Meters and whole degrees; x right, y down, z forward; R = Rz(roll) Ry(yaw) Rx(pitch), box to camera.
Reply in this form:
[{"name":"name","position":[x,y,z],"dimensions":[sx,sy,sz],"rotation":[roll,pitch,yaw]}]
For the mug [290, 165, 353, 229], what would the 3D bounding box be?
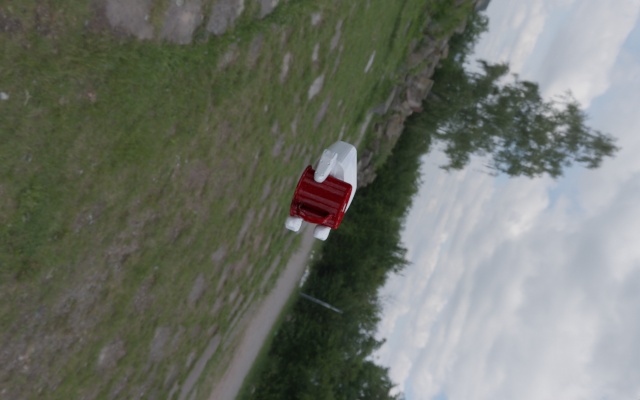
[{"name":"mug","position":[0.000,0.003,0.789],"dimensions":[0.081,0.093,0.117],"rotation":[21,30,8]}]
